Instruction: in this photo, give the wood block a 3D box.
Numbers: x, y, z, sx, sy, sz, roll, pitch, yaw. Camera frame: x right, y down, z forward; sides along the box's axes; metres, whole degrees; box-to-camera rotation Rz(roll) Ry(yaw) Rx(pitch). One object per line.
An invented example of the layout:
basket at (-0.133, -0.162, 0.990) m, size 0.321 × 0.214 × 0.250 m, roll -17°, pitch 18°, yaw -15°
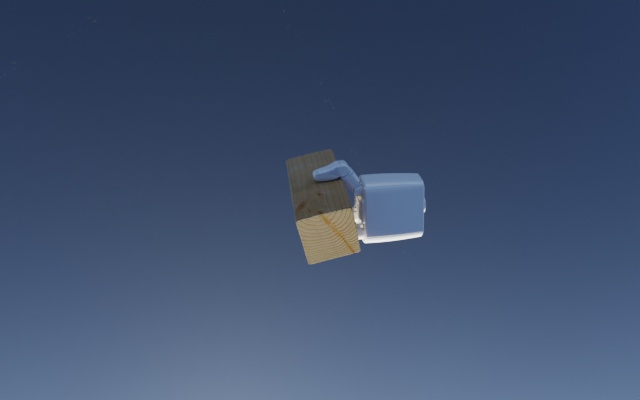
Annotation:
wood block at (0.000, 0.002, 0.826) m, size 0.090 × 0.091 × 0.206 m, roll -14°, pitch 32°, yaw 0°
